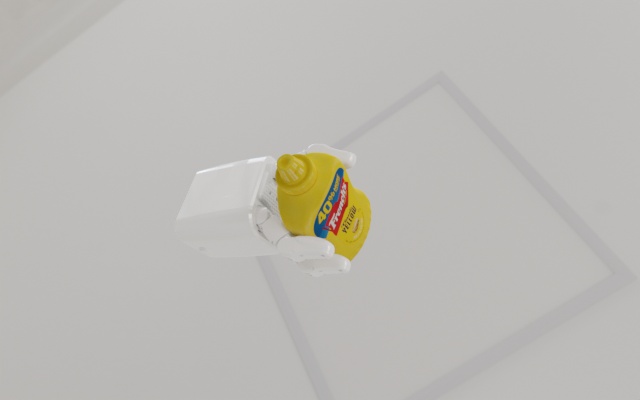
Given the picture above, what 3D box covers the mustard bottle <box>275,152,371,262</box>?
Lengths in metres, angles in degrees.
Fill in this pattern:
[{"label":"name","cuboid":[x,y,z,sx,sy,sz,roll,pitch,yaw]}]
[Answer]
[{"label":"mustard bottle","cuboid":[0.000,0.002,0.529,0.058,0.096,0.192,17,-16,29]}]
